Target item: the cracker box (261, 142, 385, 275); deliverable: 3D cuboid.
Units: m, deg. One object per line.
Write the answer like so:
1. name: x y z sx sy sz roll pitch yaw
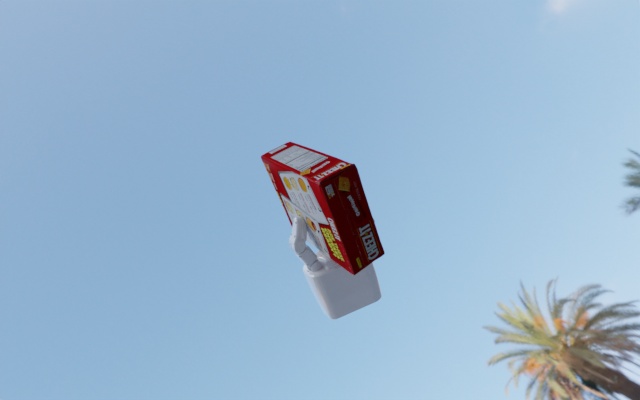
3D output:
1. cracker box: 0.000 0.003 0.773 0.072 0.164 0.213 -31 28 -19
